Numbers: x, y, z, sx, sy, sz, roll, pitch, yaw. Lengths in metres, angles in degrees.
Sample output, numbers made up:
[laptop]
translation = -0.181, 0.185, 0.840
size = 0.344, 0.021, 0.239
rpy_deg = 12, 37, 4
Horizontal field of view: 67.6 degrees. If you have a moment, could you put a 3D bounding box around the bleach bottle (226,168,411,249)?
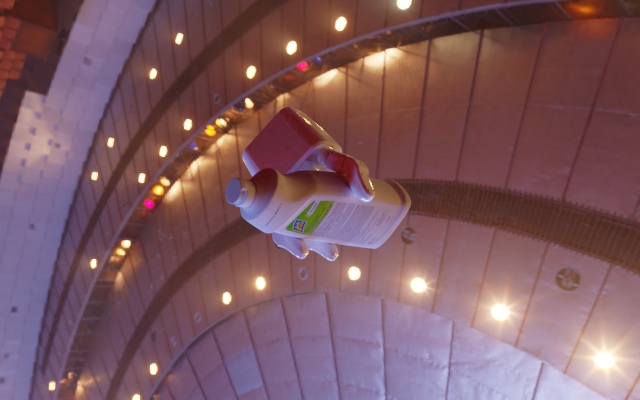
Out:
[bleach bottle]
translation = 0.000, 0.002, 0.592
size = 0.251, 0.102, 0.068
rpy_deg = 12, 28, -43
